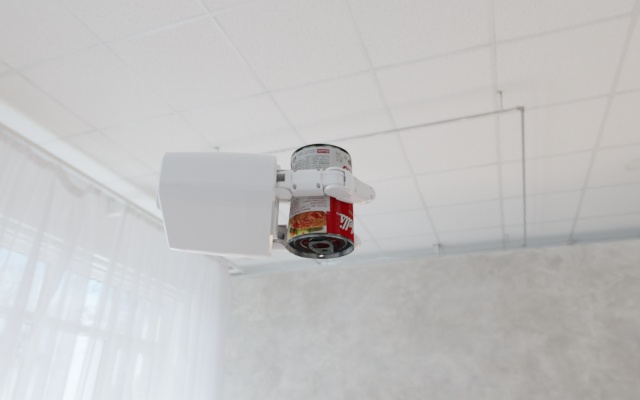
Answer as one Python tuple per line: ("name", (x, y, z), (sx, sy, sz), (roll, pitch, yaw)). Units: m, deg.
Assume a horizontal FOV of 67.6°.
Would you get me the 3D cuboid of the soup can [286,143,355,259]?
("soup can", (0.001, 0.001, 0.491), (0.068, 0.102, 0.068), (0, -25, 0))
